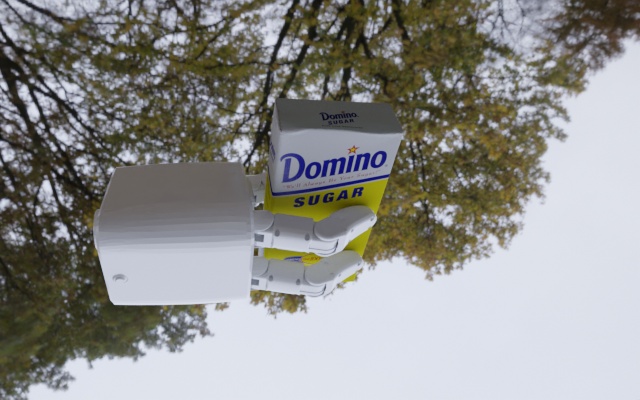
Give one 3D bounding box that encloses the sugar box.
[{"bbox_3d":[0.000,0.002,0.403,0.093,0.048,0.176,-1,-44,-13],"label":"sugar box"}]
